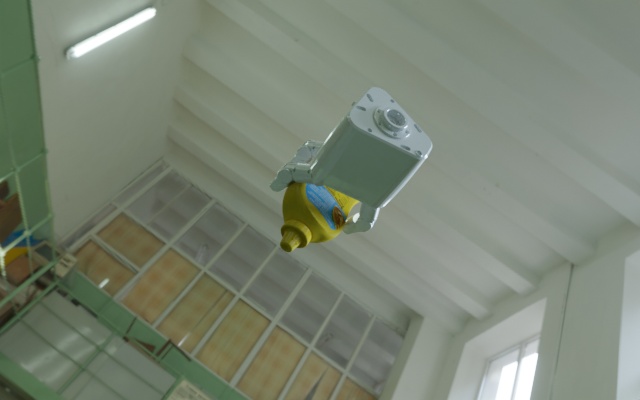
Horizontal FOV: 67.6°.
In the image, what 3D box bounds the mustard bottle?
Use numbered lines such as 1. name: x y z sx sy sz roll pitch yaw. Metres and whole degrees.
1. mustard bottle: 0.000 0.002 0.668 0.058 0.096 0.191 -19 25 44
